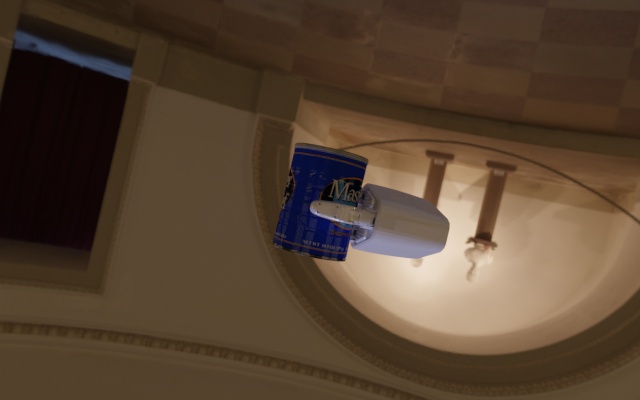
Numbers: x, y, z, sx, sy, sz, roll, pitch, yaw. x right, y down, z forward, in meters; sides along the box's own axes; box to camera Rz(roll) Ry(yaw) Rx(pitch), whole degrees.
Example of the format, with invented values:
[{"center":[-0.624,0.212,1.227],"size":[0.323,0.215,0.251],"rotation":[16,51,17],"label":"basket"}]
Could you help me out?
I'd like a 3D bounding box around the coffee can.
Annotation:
[{"center":[0.000,0.002,0.648],"size":[0.103,0.140,0.103],"rotation":[13,0,0],"label":"coffee can"}]
